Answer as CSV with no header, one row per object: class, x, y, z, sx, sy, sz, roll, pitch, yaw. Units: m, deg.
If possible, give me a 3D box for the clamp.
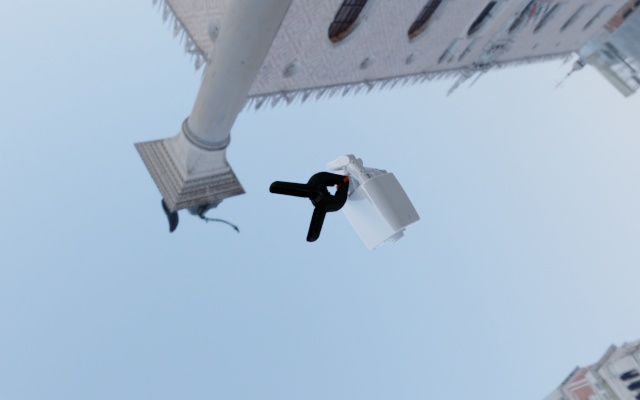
clamp,0.000,0.003,0.840,0.171,0.120,0.039,-20,-10,-42
